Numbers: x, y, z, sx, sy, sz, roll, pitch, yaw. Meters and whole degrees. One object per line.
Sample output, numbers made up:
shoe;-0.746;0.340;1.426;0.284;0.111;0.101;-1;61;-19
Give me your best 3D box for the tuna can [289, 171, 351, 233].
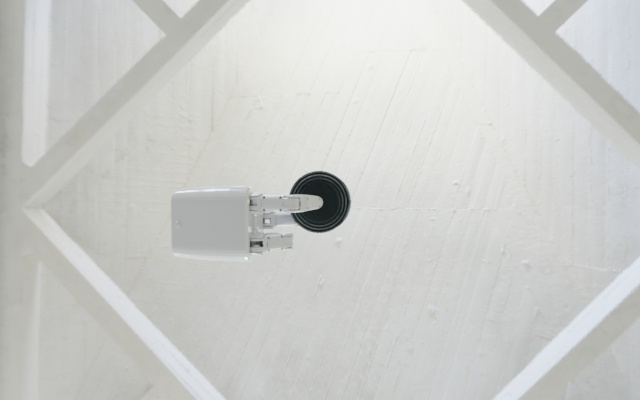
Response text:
tuna can;0.000;0.002;0.671;0.086;0.086;0.034;0;0;9
